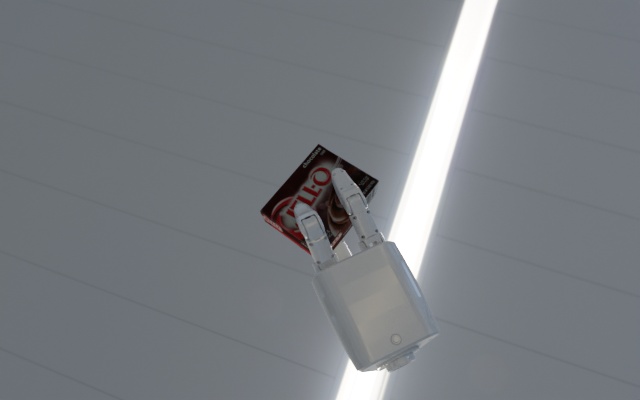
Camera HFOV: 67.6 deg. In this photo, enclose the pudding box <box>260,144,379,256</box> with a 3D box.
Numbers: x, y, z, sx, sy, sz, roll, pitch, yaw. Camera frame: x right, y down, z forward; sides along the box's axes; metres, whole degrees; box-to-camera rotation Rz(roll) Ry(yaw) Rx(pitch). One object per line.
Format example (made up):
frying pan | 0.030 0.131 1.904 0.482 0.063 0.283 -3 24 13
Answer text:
pudding box | 0.000 0.002 0.557 0.090 0.113 0.039 34 -20 18
